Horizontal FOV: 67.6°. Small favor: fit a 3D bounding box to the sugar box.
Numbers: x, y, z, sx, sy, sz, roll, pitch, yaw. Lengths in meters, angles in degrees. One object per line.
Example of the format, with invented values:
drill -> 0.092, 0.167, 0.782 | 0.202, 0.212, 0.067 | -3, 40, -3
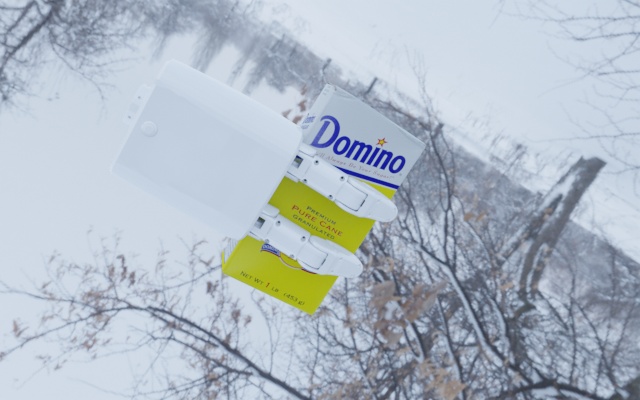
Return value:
sugar box -> 0.000, 0.002, 0.403 | 0.093, 0.176, 0.048 | 29, 12, -19
